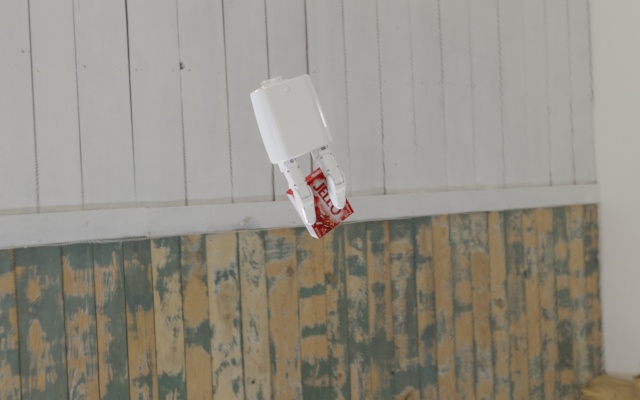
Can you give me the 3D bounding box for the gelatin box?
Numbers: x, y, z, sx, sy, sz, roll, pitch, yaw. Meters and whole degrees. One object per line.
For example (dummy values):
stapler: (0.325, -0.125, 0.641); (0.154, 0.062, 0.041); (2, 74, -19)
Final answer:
gelatin box: (0.000, 0.003, 0.733); (0.073, 0.089, 0.030); (-37, 23, -17)
